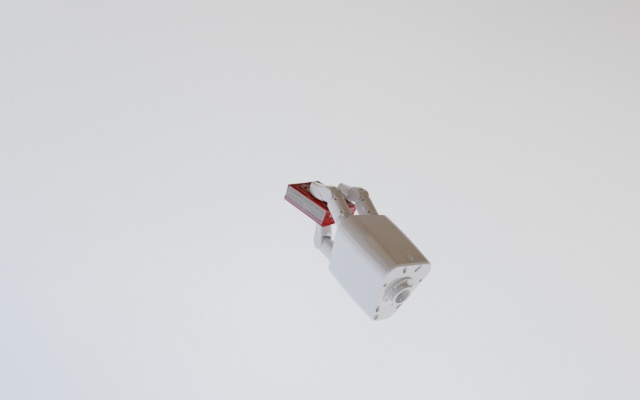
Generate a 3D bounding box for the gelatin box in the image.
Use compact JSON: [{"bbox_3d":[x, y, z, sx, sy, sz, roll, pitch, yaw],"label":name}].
[{"bbox_3d":[0.000,0.003,0.743,0.089,0.030,0.073,34,26,31],"label":"gelatin box"}]
